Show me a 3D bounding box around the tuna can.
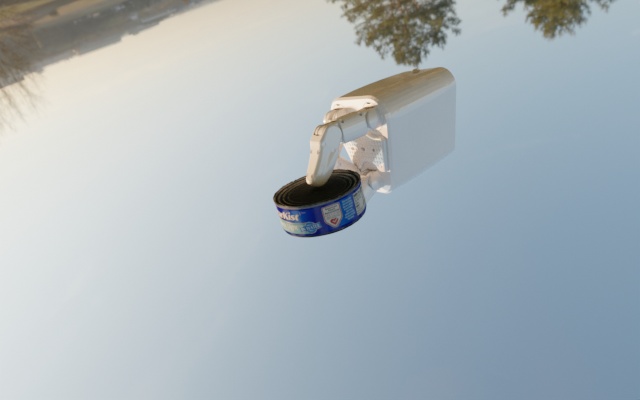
[{"bbox_3d":[0.000,0.002,0.458,0.086,0.034,0.086,-13,21,5],"label":"tuna can"}]
